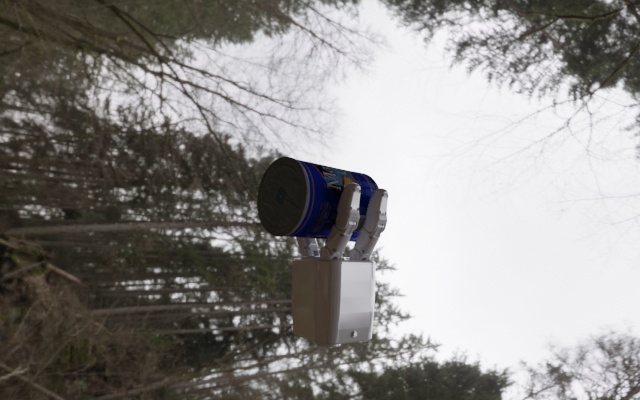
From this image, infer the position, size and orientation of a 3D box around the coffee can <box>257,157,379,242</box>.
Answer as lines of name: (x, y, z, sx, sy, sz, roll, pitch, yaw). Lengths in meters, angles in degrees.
coffee can: (0.000, 0.002, 0.652, 0.140, 0.103, 0.103, 8, -5, -41)
